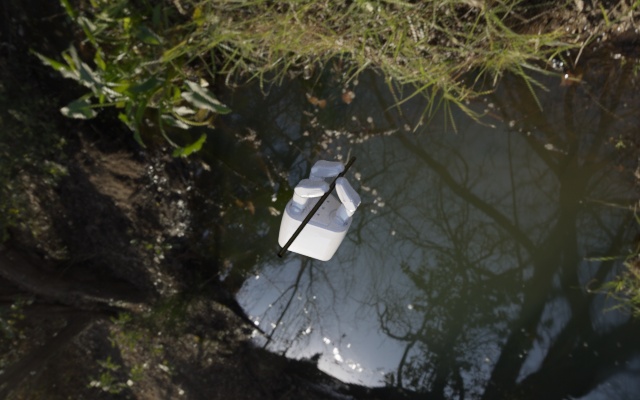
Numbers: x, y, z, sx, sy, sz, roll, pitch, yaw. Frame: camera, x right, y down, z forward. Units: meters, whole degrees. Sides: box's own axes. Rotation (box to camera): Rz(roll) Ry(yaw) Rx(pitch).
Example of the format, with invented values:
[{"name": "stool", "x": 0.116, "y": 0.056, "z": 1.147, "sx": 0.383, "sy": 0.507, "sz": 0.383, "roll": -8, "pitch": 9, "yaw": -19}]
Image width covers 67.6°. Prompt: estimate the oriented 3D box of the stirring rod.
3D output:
[{"name": "stirring rod", "x": 0.000, "y": 0.002, "z": 0.738, "sx": 0.011, "sy": 0.011, "sz": 0.239, "roll": 0, "pitch": 38, "yaw": 37}]
